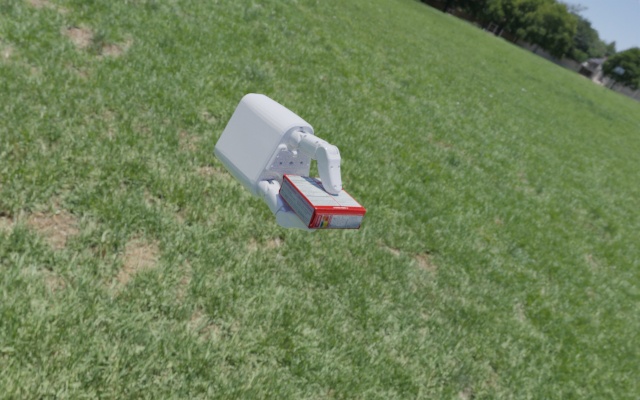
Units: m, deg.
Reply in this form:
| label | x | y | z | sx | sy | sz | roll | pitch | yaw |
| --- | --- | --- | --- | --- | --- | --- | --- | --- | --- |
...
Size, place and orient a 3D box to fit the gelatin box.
| label | x | y | z | sx | sy | sz | roll | pitch | yaw |
| --- | --- | --- | --- | --- | --- | --- | --- | --- | --- |
| gelatin box | 0.000 | 0.002 | 0.579 | 0.073 | 0.030 | 0.089 | 3 | 27 | -34 |
